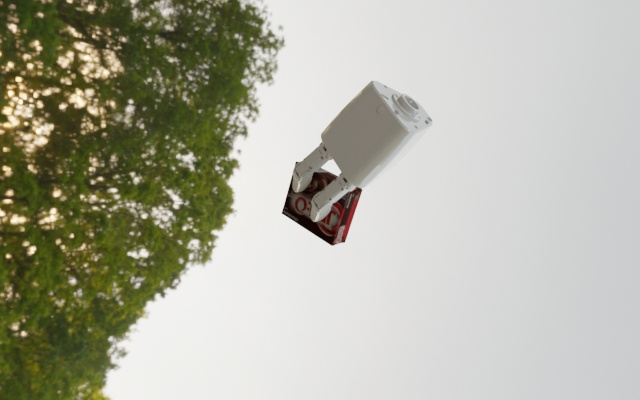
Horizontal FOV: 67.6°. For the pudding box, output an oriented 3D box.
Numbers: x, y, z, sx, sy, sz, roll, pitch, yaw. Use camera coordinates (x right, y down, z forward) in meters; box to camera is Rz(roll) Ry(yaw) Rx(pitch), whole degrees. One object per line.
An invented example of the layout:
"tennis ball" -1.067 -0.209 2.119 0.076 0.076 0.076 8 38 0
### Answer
"pudding box" 0.000 0.002 0.716 0.113 0.090 0.039 31 23 36
